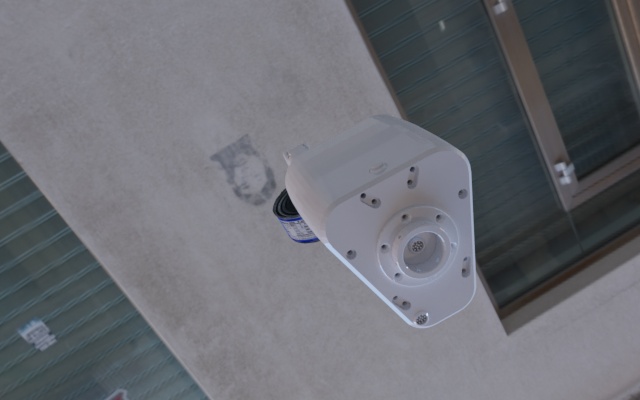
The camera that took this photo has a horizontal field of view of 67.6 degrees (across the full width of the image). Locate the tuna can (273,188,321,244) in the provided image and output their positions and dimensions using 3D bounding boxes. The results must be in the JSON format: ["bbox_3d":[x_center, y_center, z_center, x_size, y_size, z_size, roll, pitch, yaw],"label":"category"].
[{"bbox_3d":[0.000,0.002,0.450,0.086,0.034,0.086,-25,25,12],"label":"tuna can"}]
